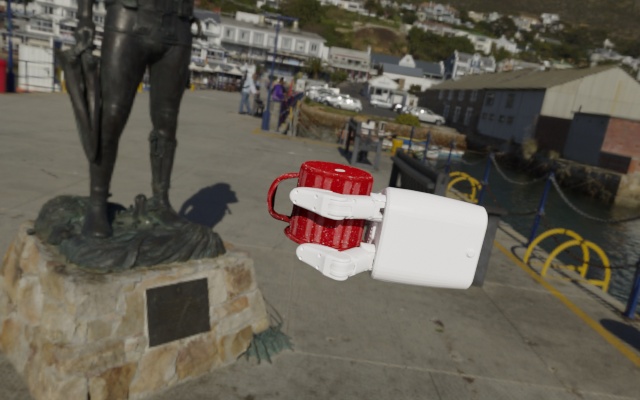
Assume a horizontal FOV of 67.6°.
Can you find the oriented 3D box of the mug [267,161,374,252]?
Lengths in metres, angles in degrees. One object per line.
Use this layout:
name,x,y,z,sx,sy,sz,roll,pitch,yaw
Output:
mug,-0.001,0.001,0.526,0.117,0.081,0.093,10,13,-4
